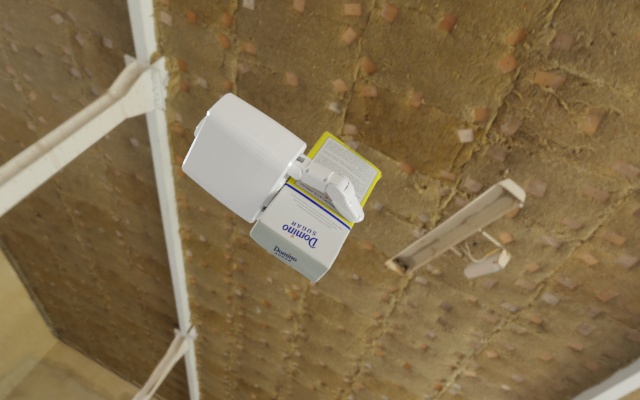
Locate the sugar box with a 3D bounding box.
[{"bbox_3d":[0.000,0.002,0.567,0.093,0.176,0.048,36,-39,-2],"label":"sugar box"}]
